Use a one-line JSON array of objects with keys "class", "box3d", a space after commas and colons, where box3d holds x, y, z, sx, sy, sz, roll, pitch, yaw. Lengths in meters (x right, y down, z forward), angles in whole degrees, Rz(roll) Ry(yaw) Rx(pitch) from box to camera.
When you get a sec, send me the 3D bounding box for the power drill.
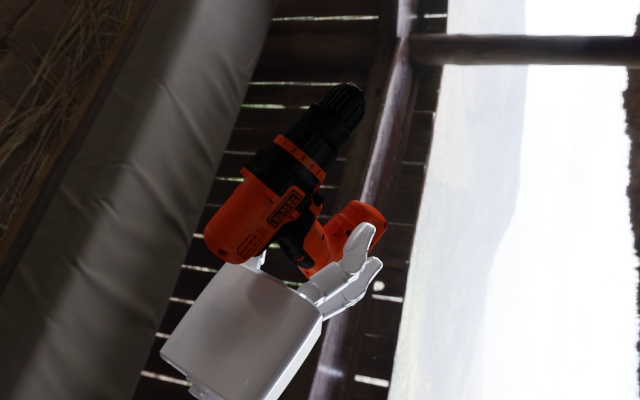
[{"class": "power drill", "box3d": [0.000, 0.002, 0.460, 0.057, 0.184, 0.188, 41, -2, 37]}]
